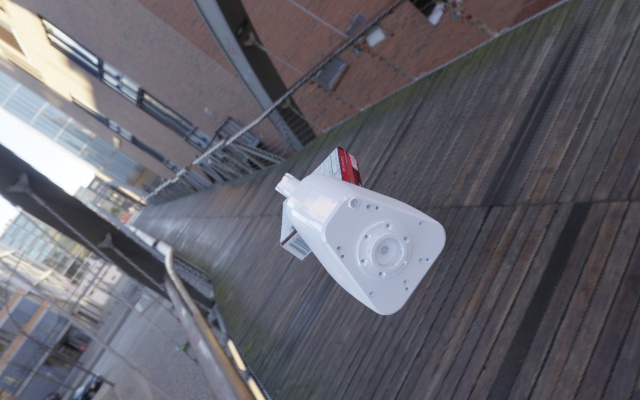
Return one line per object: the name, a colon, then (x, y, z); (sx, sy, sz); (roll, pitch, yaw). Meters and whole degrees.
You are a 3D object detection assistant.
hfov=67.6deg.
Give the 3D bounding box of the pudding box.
pudding box: (0.000, 0.002, 0.563); (0.039, 0.113, 0.090); (37, 26, -23)
